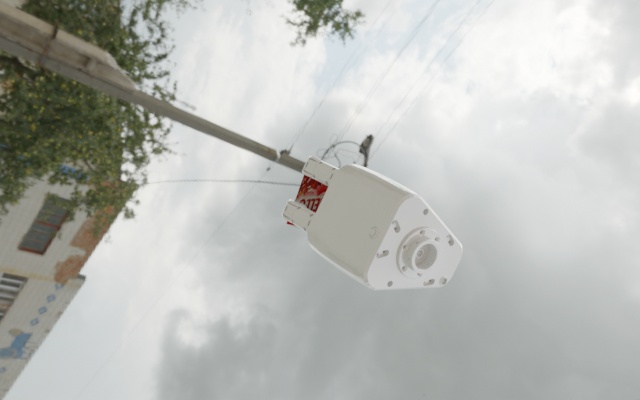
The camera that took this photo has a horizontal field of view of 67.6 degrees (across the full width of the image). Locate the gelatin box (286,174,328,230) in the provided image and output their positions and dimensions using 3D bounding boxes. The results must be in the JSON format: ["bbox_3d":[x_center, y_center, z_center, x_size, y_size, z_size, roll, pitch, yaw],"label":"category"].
[{"bbox_3d":[0.000,0.002,0.578,0.030,0.073,0.089,23,-9,-29],"label":"gelatin box"}]
